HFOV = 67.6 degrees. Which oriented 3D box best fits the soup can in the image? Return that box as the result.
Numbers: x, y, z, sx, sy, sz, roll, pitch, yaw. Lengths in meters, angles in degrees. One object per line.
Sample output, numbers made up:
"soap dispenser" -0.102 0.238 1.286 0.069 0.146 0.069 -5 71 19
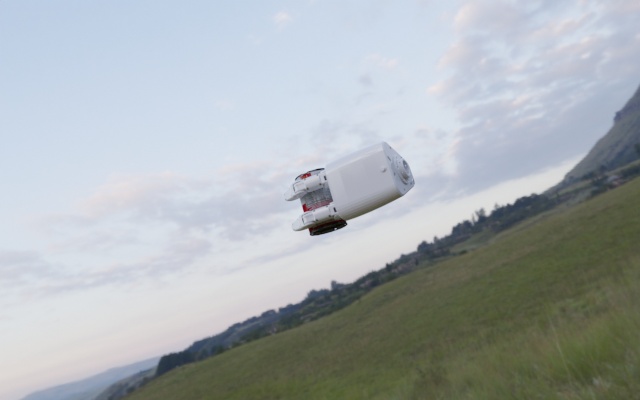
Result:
"soup can" 0.000 0.003 0.822 0.068 0.102 0.068 -16 -12 -3
